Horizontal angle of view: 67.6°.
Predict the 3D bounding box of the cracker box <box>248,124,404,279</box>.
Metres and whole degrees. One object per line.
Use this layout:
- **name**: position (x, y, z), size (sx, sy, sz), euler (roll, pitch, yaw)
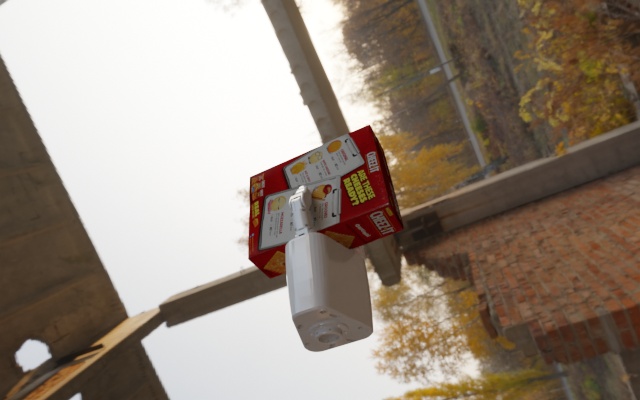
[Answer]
- **cracker box**: position (0.000, 0.002, 0.702), size (0.214, 0.164, 0.072), euler (-22, -44, 16)
